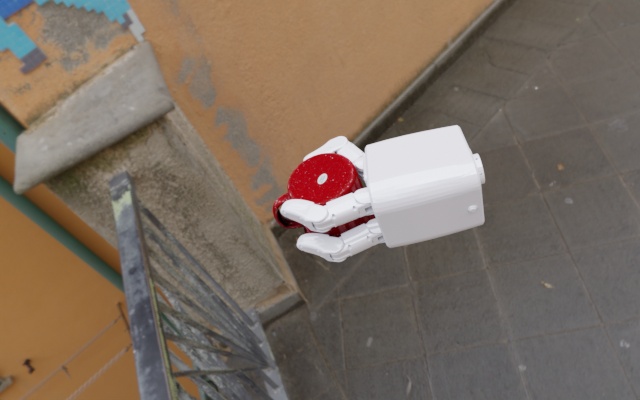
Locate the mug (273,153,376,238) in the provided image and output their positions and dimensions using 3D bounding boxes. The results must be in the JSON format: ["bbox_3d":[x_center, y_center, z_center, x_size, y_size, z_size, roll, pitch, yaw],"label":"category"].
[{"bbox_3d":[-0.001,0.002,0.561,0.117,0.093,0.082,-14,-42,11],"label":"mug"}]
